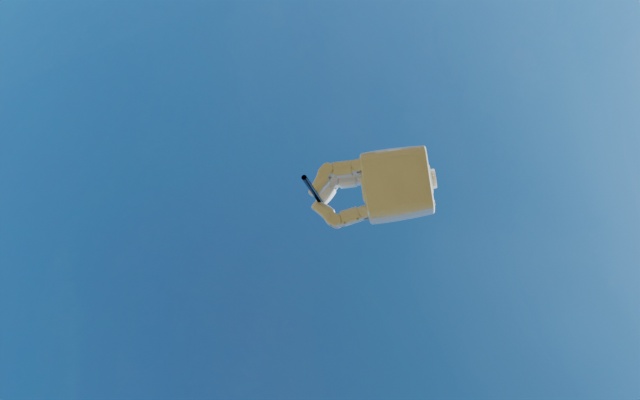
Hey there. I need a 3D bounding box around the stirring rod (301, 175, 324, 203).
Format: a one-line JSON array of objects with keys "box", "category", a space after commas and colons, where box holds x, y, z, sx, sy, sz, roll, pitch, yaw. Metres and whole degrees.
[{"box": [0.000, 0.003, 0.802, 0.011, 0.011, 0.240, 0, -17, 12], "category": "stirring rod"}]
